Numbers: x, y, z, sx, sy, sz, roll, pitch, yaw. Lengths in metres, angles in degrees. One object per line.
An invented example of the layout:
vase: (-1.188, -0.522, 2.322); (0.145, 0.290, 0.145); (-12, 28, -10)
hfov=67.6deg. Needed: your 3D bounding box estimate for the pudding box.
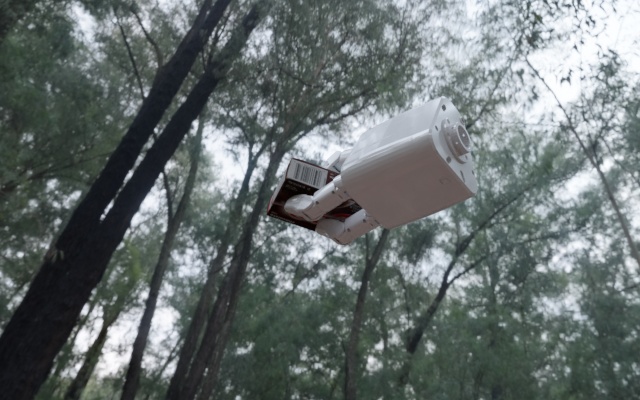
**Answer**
pudding box: (0.000, 0.002, 0.588); (0.113, 0.039, 0.090); (21, -37, -10)
